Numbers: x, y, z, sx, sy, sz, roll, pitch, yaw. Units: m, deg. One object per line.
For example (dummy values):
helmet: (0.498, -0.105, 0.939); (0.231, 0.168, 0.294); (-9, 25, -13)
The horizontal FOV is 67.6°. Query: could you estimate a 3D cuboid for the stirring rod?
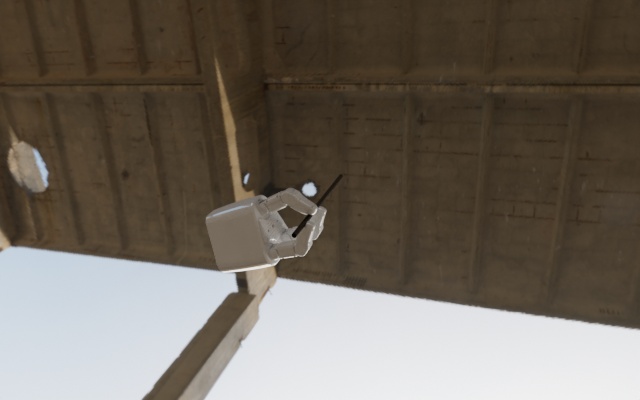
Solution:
stirring rod: (0.000, 0.003, 0.800); (0.011, 0.011, 0.239); (0, 24, 21)
